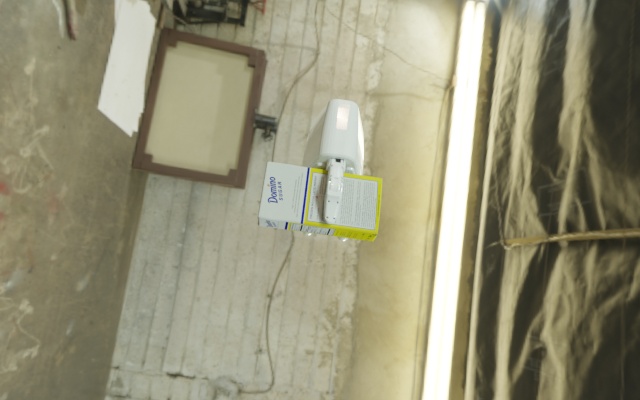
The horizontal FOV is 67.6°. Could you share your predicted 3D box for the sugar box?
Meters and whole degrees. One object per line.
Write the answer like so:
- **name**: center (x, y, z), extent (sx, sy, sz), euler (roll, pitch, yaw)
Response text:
- **sugar box**: center (0.000, 0.002, 0.713), extent (0.176, 0.093, 0.048), euler (8, -22, -2)
